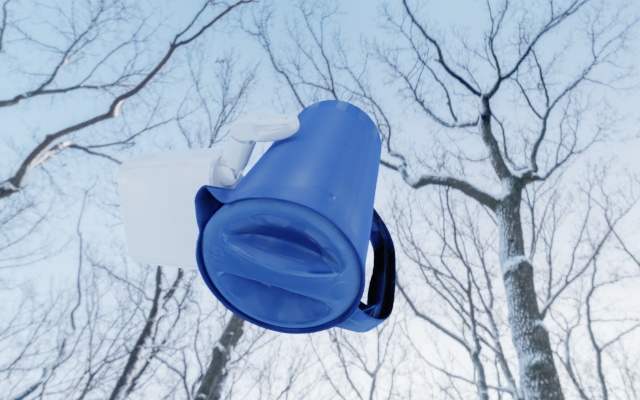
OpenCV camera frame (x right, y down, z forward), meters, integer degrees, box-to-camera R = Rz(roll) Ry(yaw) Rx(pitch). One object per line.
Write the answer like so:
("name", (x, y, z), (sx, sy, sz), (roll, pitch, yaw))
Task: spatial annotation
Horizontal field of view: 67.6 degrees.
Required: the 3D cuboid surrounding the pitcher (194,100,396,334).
("pitcher", (0.000, 0.001, 0.455), (0.145, 0.149, 0.242), (0, 31, 15))
